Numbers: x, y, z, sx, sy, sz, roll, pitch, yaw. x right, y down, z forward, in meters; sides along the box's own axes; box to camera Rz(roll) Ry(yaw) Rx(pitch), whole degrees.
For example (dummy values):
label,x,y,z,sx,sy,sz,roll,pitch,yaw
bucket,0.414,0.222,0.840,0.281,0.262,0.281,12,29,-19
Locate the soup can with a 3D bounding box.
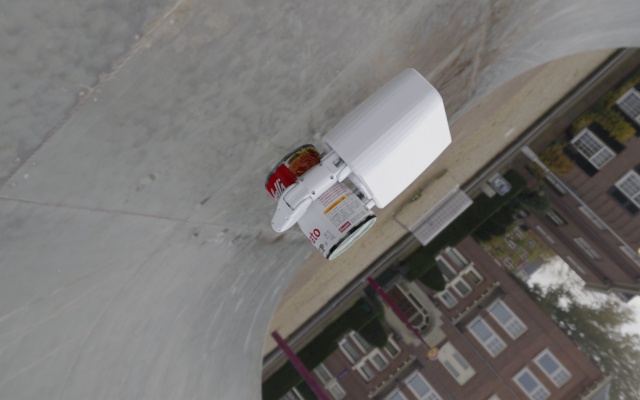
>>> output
label,x,y,z,sx,sy,sz,roll,pitch,yaw
soup can,0.000,0.002,0.490,0.068,0.102,0.068,-39,-13,-11
